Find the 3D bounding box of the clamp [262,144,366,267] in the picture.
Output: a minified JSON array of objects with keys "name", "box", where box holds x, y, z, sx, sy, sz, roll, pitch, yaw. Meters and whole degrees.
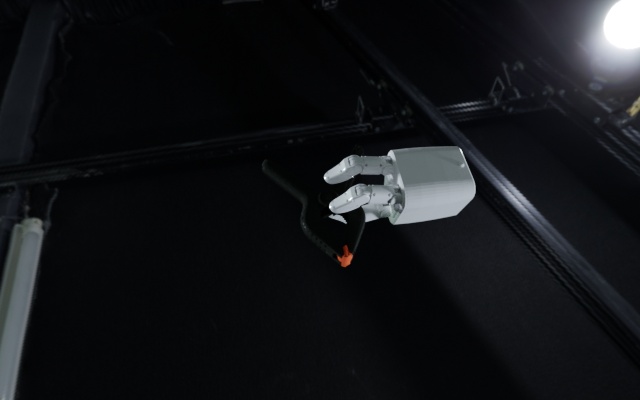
[{"name":"clamp","box":[0.000,0.003,0.709,0.164,0.209,0.036,-6,-36,-5]}]
